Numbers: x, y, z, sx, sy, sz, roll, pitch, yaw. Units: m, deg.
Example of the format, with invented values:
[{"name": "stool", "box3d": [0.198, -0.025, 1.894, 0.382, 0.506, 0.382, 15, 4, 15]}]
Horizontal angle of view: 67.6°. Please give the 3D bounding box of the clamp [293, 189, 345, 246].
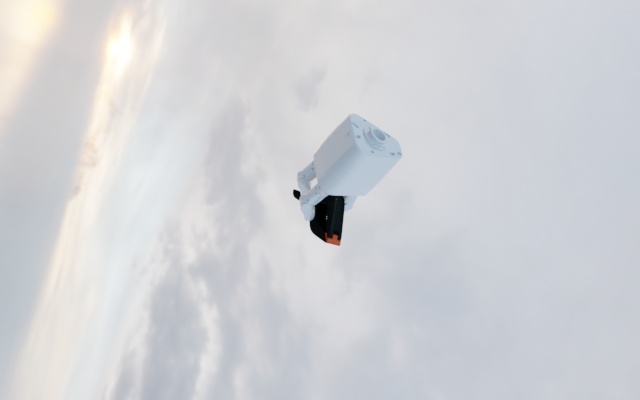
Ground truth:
[{"name": "clamp", "box3d": [0.001, 0.003, 0.881, 0.036, 0.209, 0.165, 15, -43, -27]}]
